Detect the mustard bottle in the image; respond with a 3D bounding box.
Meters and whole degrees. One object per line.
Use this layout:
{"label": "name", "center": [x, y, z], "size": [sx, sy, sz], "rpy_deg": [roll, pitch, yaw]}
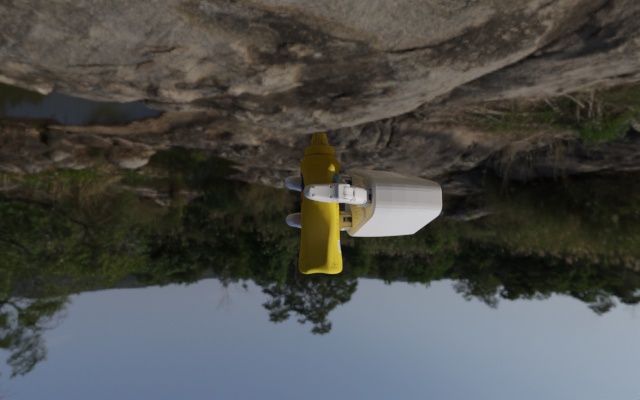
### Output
{"label": "mustard bottle", "center": [0.000, 0.002, 0.650], "size": [0.058, 0.191, 0.096], "rpy_deg": [-1, -7, 6]}
